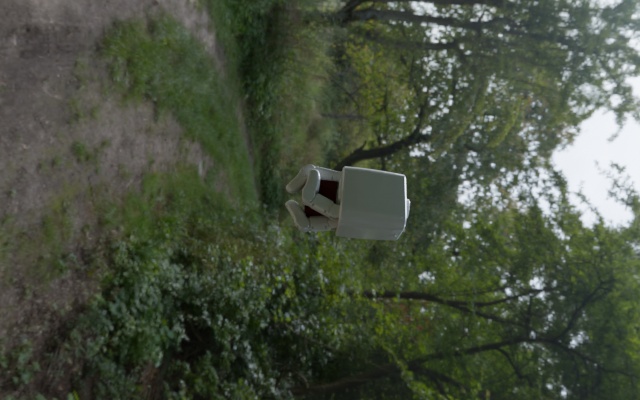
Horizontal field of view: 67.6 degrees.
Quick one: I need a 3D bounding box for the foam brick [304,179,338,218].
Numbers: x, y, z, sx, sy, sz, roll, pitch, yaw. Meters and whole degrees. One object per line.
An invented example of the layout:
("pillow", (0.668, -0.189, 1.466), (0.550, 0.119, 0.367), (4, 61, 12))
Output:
("foam brick", (0.000, 0.003, 0.816), (0.051, 0.053, 0.078), (6, -20, 0))
